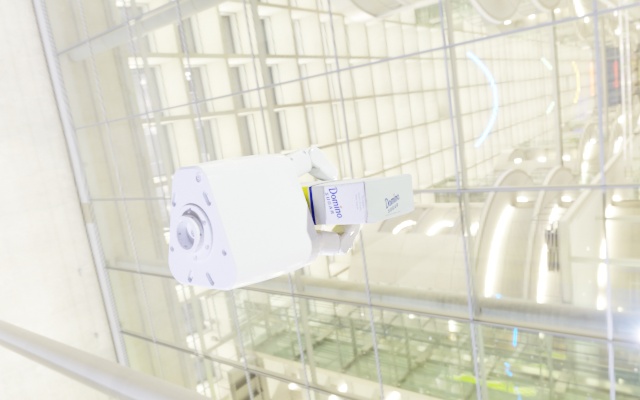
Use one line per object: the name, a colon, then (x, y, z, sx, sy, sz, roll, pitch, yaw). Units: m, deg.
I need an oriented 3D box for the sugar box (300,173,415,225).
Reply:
sugar box: (0.000, 0.002, 0.510, 0.176, 0.048, 0.093, -1, 7, 39)
